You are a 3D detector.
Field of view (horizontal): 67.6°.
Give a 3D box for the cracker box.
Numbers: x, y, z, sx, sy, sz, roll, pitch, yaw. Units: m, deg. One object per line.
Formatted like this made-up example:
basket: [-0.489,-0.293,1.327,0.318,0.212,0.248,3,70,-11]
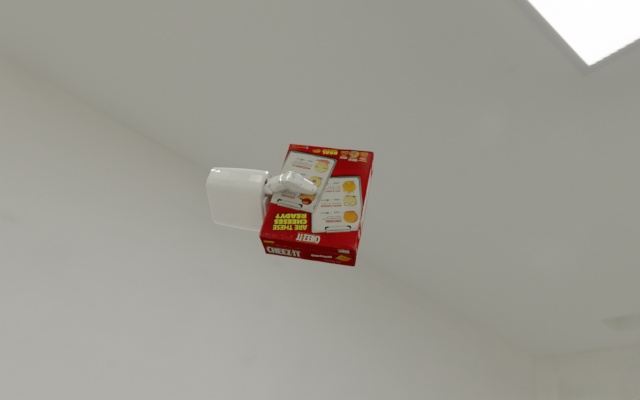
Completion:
cracker box: [0.000,0.003,0.859,0.164,0.213,0.072,7,-35,11]
